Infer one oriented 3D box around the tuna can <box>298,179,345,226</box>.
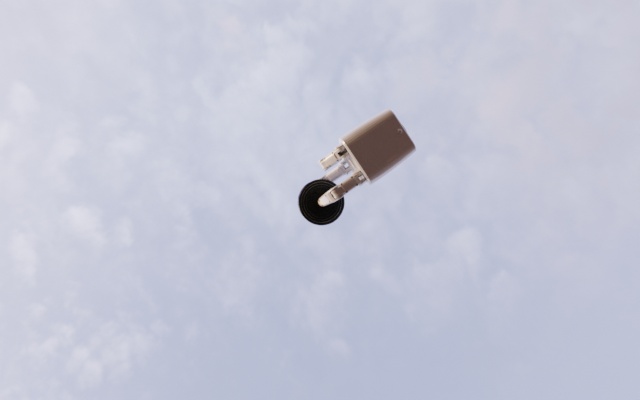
[{"bbox_3d":[0.000,0.003,0.891,0.086,0.086,0.034,0,1,-8],"label":"tuna can"}]
